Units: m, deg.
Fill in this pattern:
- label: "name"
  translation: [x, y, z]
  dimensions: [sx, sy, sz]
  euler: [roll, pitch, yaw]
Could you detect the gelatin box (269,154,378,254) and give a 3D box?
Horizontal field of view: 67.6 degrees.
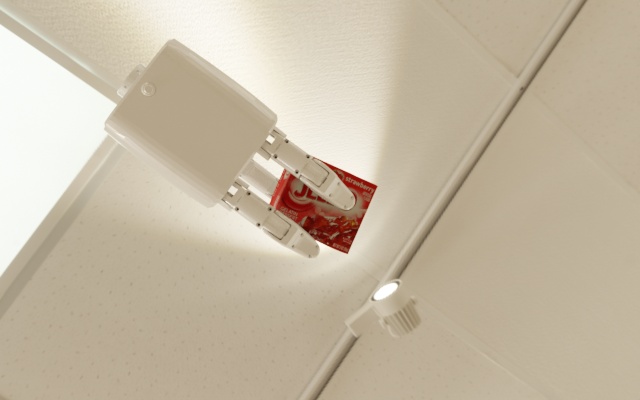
- label: "gelatin box"
  translation: [0.000, 0.002, 0.452]
  dimensions: [0.089, 0.073, 0.030]
  euler: [24, 0, -24]
